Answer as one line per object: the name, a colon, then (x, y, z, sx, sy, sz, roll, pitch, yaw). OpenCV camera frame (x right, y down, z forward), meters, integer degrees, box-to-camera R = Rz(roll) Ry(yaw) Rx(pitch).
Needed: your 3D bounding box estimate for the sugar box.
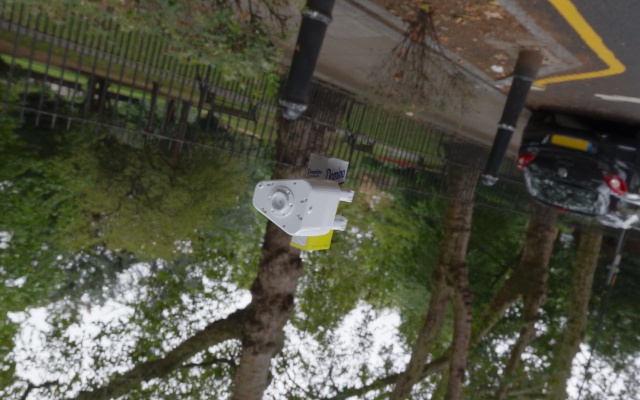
sugar box: (0.001, 0.003, 0.898, 0.048, 0.176, 0.093, 18, 7, 26)
